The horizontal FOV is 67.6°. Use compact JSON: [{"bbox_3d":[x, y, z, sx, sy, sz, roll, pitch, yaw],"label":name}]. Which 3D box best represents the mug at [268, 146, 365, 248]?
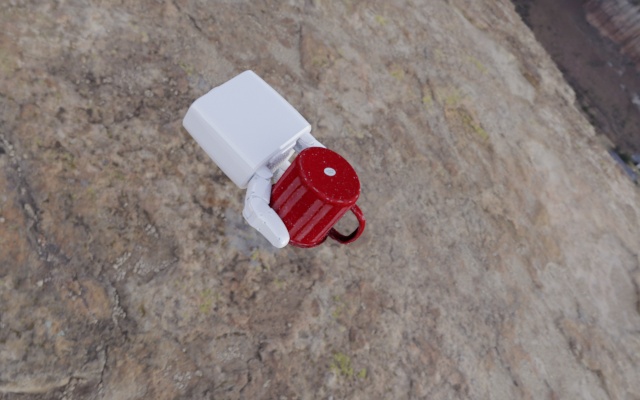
[{"bbox_3d":[0.001,0.003,0.536,0.081,0.117,0.093,-48,-2,41],"label":"mug"}]
